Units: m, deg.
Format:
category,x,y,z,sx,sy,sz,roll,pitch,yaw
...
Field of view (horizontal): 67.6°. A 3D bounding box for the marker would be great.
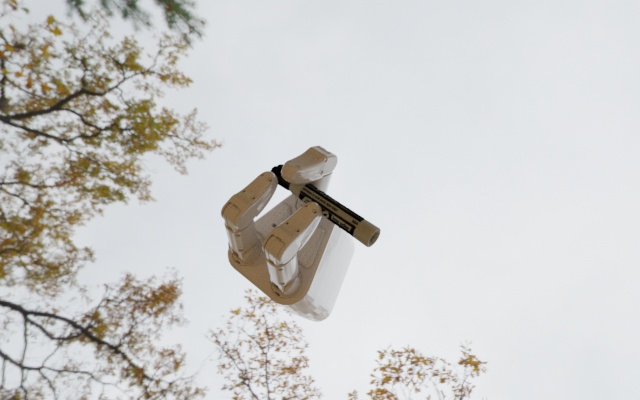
category,x,y,z,sx,sy,sz,roll,pitch,yaw
marker,0.000,0.001,0.422,0.121,0.020,0.020,34,17,27
